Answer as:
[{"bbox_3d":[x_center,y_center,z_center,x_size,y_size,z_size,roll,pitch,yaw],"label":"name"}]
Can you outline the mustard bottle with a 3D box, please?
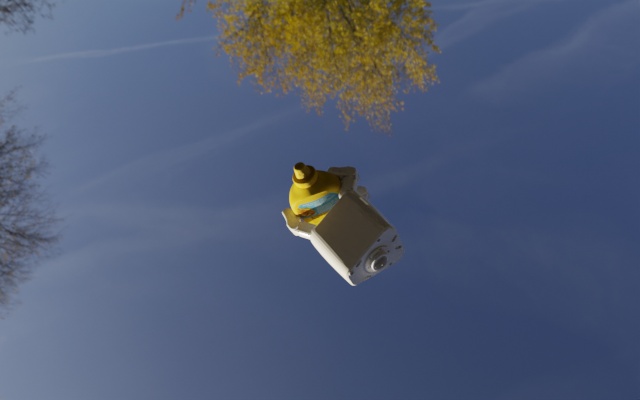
[{"bbox_3d":[0.000,0.003,0.828,0.096,0.058,0.192,-21,-43,10],"label":"mustard bottle"}]
